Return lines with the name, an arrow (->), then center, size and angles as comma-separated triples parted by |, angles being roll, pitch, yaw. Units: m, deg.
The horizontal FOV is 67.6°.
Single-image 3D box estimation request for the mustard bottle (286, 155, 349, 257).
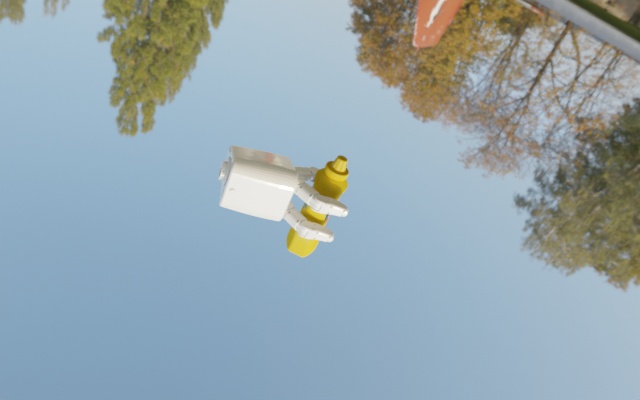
mustard bottle -> 0.000, 0.003, 0.826 | 0.058, 0.192, 0.096 | 27, 33, 2
